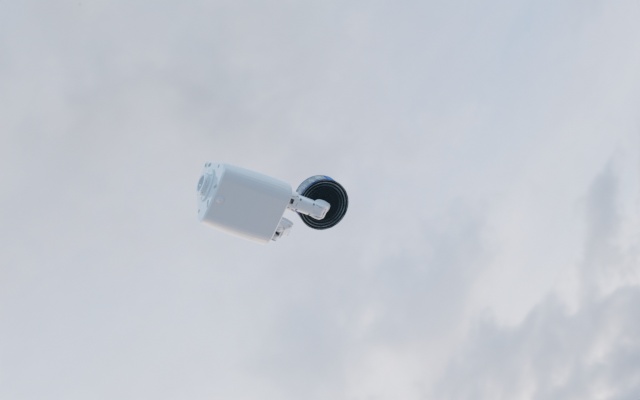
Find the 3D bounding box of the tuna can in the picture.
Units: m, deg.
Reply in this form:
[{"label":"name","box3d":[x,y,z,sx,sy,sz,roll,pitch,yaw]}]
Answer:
[{"label":"tuna can","box3d":[0.000,0.002,0.777,0.086,0.086,0.033,0,18,-21]}]
